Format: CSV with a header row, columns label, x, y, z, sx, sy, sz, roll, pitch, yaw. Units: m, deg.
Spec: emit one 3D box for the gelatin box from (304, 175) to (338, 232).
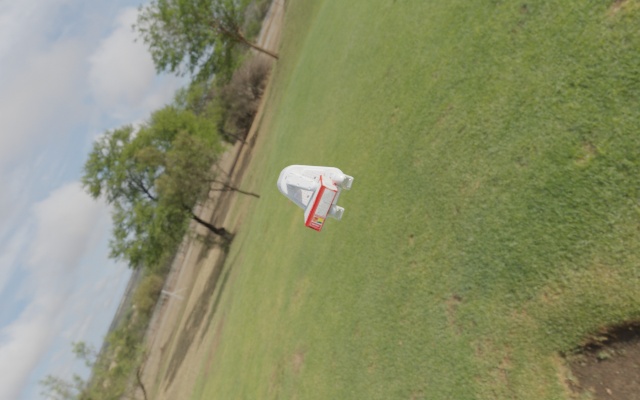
label,x,y,z,sx,sy,sz,roll,pitch,yaw
gelatin box,0.000,0.002,0.786,0.030,0.073,0.089,22,12,-7
